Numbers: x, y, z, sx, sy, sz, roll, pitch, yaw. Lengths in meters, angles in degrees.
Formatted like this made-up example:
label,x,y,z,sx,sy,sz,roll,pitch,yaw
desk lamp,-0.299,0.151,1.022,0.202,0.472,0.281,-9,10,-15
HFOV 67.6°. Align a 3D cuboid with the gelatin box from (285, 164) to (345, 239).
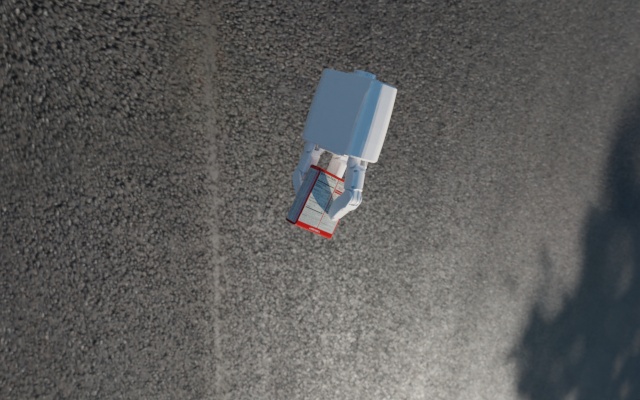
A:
label,x,y,z,sx,sy,sz,roll,pitch,yaw
gelatin box,0.000,0.003,0.691,0.073,0.089,0.030,25,0,-40
